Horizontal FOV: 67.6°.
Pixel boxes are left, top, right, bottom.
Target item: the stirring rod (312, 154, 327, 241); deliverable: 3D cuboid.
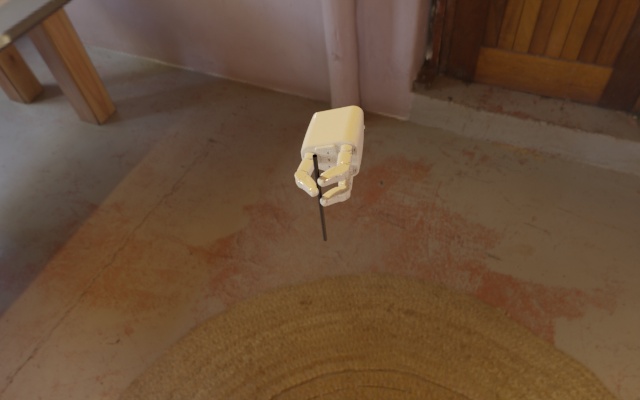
[{"bbox_3d":[0.000,0.003,0.880,0.011,0.011,0.240,0,-40,6],"label":"stirring rod"}]
